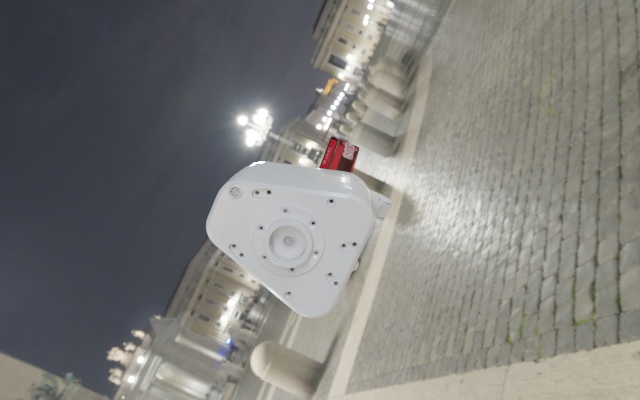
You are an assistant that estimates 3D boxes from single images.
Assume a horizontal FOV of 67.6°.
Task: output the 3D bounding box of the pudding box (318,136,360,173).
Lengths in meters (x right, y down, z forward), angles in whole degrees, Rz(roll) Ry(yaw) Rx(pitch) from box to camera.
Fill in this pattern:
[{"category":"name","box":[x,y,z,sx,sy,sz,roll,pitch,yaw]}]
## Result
[{"category":"pudding box","box":[0.000,0.002,0.504,0.039,0.114,0.090,25,37,-2]}]
